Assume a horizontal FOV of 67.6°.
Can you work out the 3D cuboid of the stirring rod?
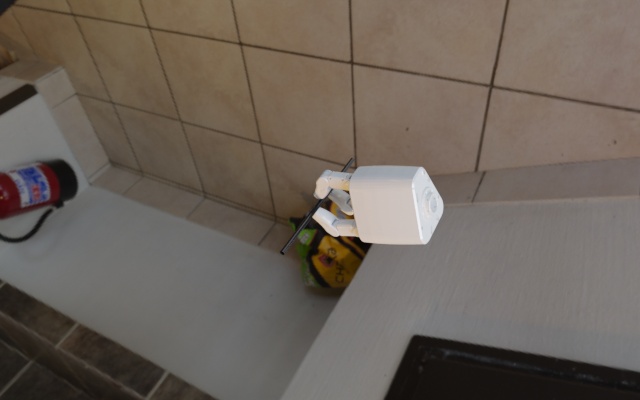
[{"bbox_3d":[0.000,0.002,0.783,0.011,0.011,0.239,0,39,38],"label":"stirring rod"}]
